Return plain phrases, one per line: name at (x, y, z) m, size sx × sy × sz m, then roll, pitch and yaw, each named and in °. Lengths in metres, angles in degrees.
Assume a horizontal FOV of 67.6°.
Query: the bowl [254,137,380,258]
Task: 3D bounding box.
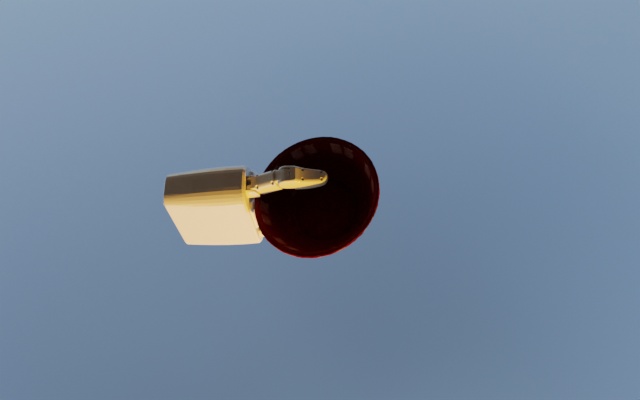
bowl at (0.001, 0.002, 0.607) m, size 0.162 × 0.162 × 0.055 m, roll 0°, pitch -22°, yaw 19°
